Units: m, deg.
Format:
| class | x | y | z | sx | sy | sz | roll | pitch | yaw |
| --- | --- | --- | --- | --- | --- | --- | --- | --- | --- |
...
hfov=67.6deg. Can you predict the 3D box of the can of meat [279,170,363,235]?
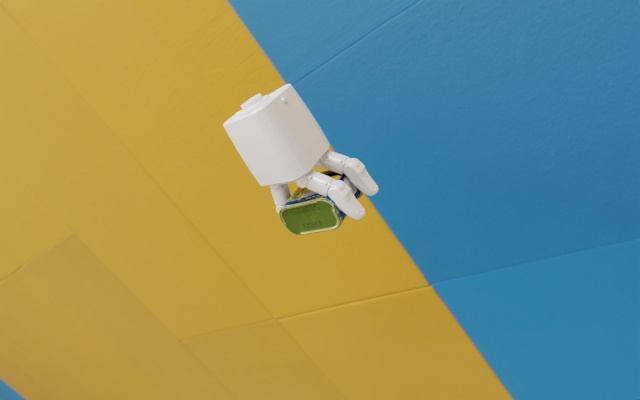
| class | x | y | z | sx | sy | sz | roll | pitch | yaw |
| --- | --- | --- | --- | --- | --- | --- | --- | --- | --- |
| can of meat | 0.000 | 0.003 | 0.694 | 0.102 | 0.057 | 0.084 | -13 | 27 | 36 |
